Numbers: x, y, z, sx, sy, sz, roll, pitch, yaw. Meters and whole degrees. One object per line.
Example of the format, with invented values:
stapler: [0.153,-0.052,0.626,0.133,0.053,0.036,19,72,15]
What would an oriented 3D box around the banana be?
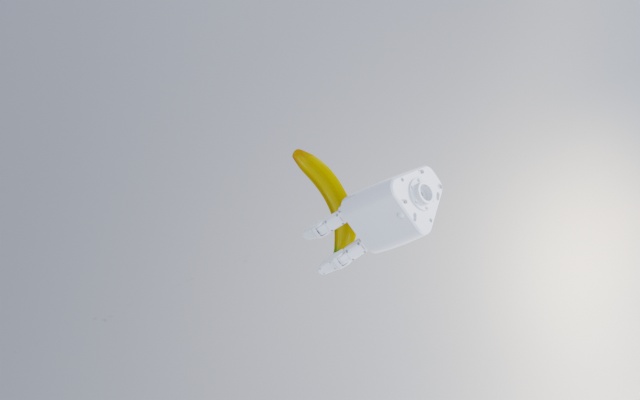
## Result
banana: [0.016,0.001,0.788,0.069,0.198,0.037,-17,-5,-36]
